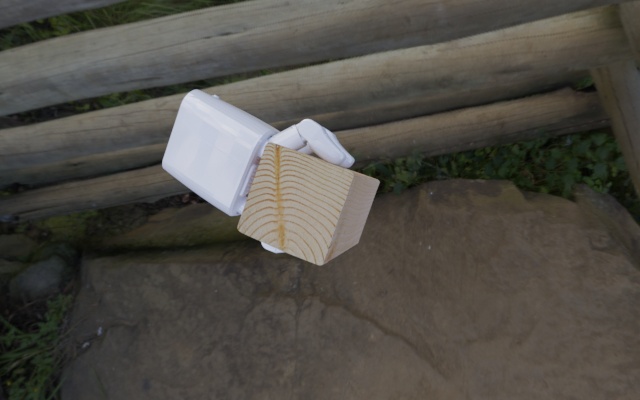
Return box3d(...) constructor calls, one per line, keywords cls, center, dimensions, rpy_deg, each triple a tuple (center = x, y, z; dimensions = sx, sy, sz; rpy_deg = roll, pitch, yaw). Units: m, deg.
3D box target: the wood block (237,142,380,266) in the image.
box3d(cls="wood block", center=(0.000, 0.002, 0.528), dimensions=(0.090, 0.091, 0.206), rpy_deg=(21, 5, 12))
